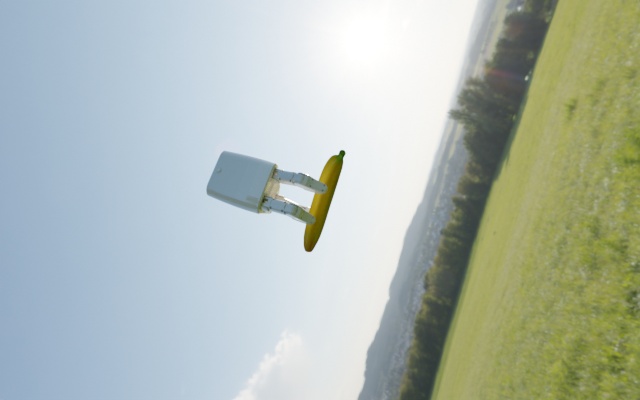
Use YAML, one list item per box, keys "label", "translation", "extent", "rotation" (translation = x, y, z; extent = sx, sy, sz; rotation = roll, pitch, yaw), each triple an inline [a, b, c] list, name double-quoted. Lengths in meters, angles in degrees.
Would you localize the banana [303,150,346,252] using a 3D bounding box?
- label: "banana"
  translation: [0.003, -0.003, 0.886]
  extent: [0.037, 0.198, 0.069]
  rotation: [18, 9, 4]
